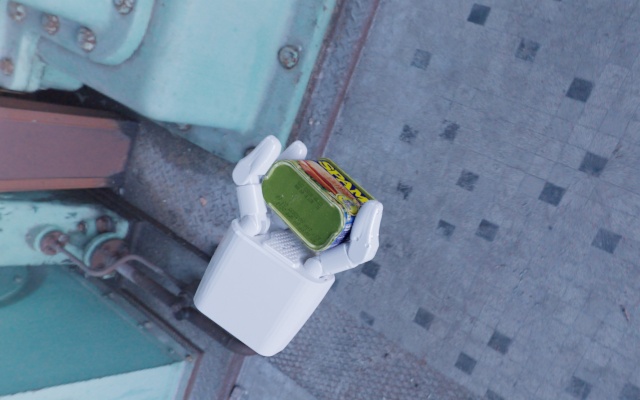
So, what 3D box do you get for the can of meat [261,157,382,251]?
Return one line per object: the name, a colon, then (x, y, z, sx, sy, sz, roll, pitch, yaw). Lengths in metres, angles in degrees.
can of meat: (0.000, 0.002, 0.483, 0.102, 0.057, 0.084, 44, 23, 20)
